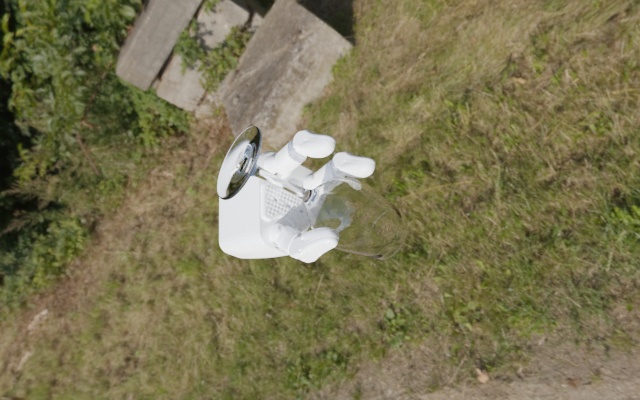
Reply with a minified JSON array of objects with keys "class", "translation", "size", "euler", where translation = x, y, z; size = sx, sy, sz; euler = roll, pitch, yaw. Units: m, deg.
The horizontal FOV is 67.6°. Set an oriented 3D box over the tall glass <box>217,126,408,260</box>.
[{"class":"tall glass","translation":[0.000,0.001,0.491],"size":[0.201,0.079,0.079],"euler":[26,-14,-31]}]
